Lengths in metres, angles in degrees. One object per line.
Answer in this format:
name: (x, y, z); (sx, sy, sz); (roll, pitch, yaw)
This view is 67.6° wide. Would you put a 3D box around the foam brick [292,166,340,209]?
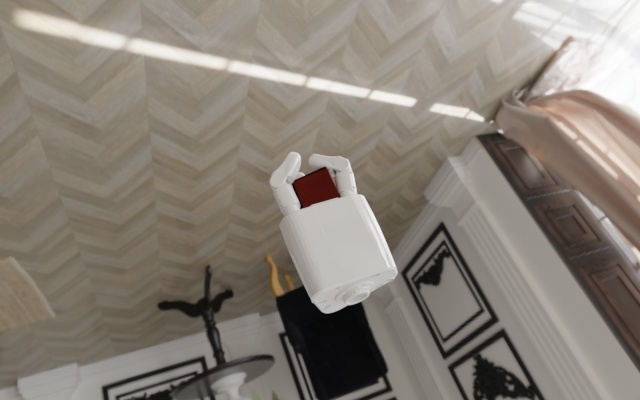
foam brick: (0.000, 0.002, 0.640); (0.053, 0.051, 0.078); (-24, -29, 1)
